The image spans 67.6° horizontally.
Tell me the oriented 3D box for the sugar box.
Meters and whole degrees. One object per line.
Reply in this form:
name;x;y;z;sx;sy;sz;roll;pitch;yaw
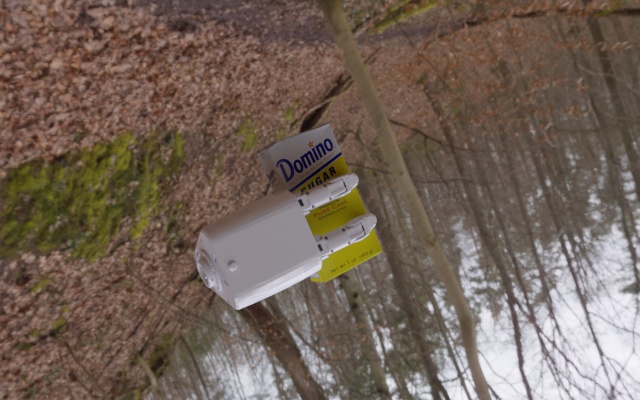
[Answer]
sugar box;0.000;0.002;0.592;0.093;0.176;0.048;-25;5;-24
